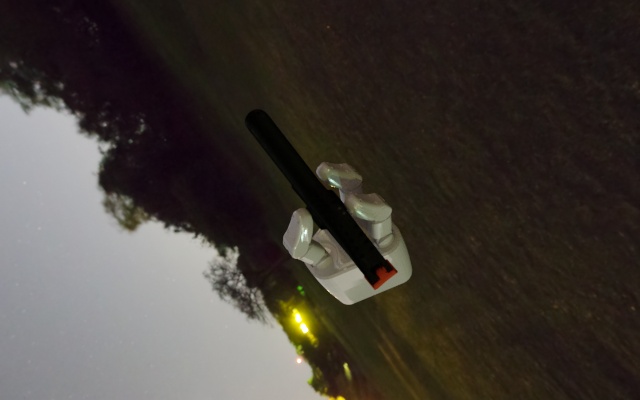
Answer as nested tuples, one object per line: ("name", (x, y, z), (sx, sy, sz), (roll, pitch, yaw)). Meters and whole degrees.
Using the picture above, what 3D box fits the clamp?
("clamp", (0.000, 0.003, 0.495), (0.210, 0.036, 0.165), (50, -2, 36))
